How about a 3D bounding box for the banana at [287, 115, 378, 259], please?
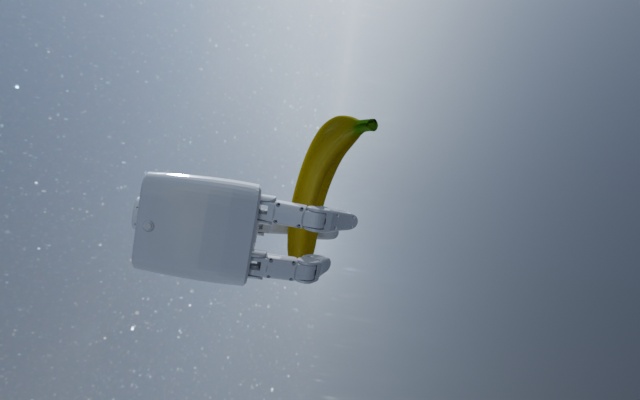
[{"bbox_3d":[-0.003,-0.012,0.499,0.037,0.198,0.069,10,31,-22],"label":"banana"}]
